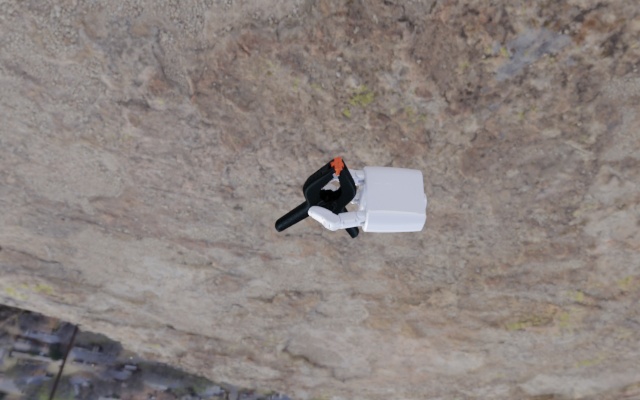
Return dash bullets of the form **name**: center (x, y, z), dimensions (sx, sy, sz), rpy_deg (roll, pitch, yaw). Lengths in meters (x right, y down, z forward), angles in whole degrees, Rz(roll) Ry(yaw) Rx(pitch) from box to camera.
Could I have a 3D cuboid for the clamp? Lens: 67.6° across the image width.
- **clamp**: center (0.000, 0.003, 0.860), dimensions (0.164, 0.036, 0.210), rpy_deg (0, -38, -5)
